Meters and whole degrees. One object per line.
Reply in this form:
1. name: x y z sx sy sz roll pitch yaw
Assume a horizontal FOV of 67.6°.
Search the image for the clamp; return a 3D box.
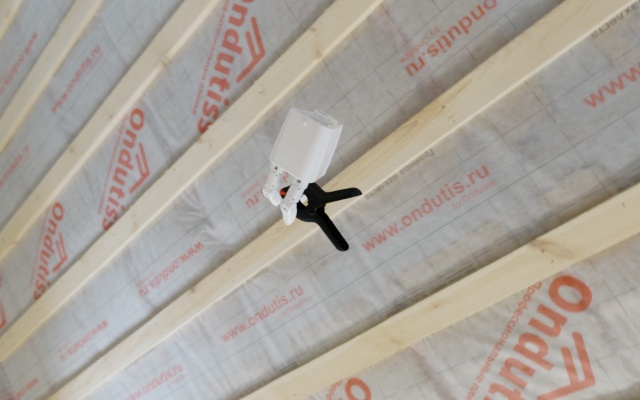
1. clamp: 0.000 0.003 0.867 0.171 0.120 0.039 32 21 24
